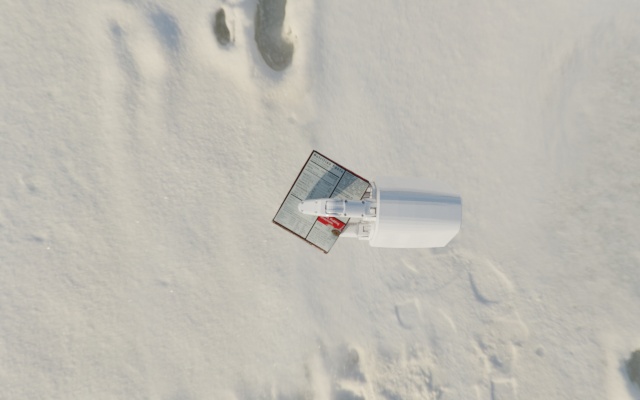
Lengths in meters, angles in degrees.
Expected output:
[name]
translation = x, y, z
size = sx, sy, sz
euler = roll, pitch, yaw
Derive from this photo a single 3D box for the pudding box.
[pudding box]
translation = 0.000, 0.002, 0.637
size = 0.090, 0.113, 0.039
euler = 31, -2, -1
